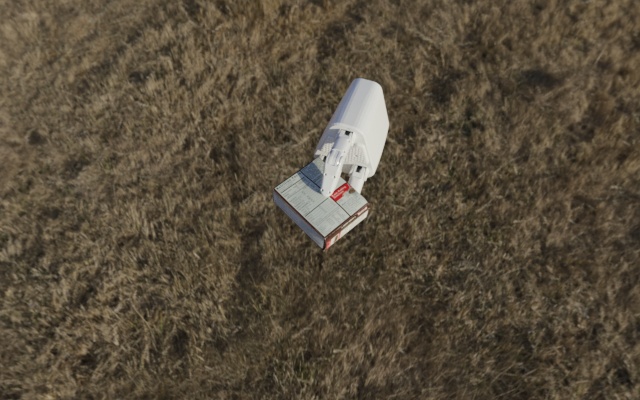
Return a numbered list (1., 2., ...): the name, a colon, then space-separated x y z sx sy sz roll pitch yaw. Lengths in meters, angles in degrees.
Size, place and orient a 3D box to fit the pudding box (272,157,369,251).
1. pudding box: 0.000 0.002 0.679 0.090 0.113 0.039 -37 -26 -22
